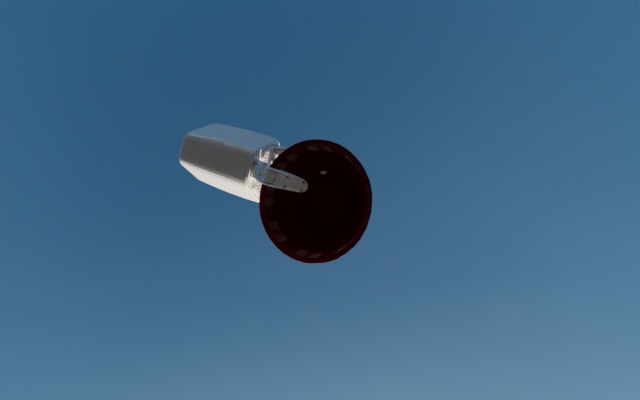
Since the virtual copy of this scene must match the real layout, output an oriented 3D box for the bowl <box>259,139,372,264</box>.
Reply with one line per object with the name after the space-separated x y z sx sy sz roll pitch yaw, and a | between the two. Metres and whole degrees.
0.001 0.003 0.641 0.162 0.162 0.055 0 -2 24 | bowl
